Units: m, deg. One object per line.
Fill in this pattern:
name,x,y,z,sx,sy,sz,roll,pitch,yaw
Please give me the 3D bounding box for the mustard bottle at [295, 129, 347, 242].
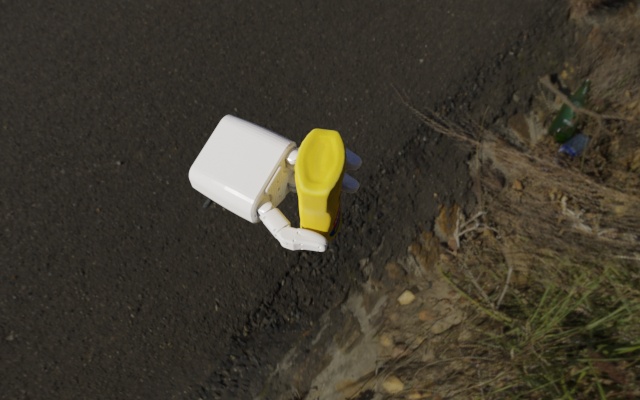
mustard bottle,0.000,0.002,0.621,0.058,0.096,0.192,6,-31,4
